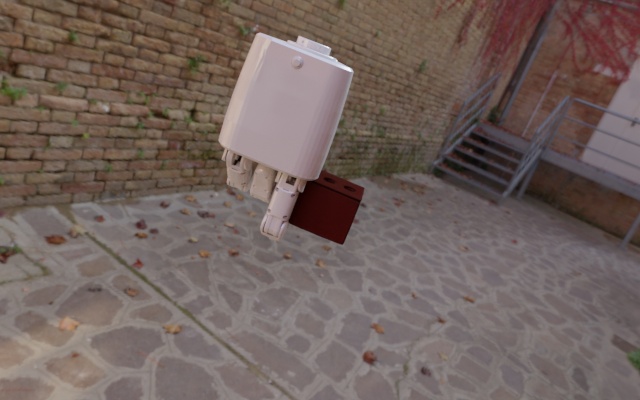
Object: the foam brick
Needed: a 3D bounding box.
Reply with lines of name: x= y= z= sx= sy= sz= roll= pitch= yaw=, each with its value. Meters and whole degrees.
foam brick: x=0.000 y=0.002 z=0.485 sx=0.078 sy=0.051 sz=0.053 roll=22 pitch=17 yaw=3
